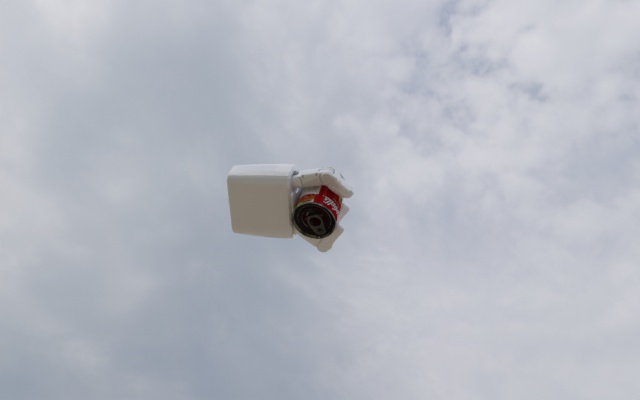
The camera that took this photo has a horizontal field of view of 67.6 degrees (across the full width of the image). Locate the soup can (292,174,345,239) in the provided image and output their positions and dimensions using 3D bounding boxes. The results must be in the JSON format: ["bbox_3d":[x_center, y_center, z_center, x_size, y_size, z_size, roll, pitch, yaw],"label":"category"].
[{"bbox_3d":[0.001,0.002,0.753,0.068,0.068,0.102,0,35,15],"label":"soup can"}]
